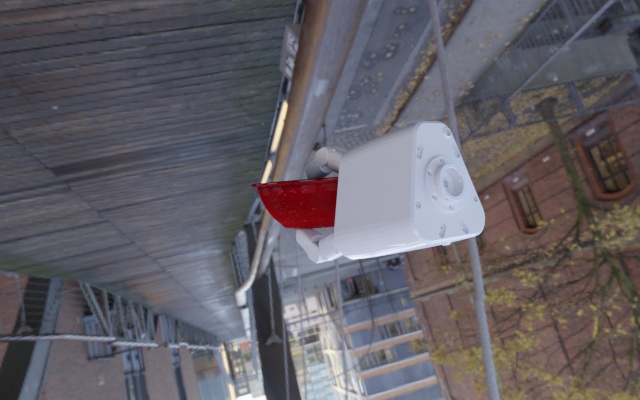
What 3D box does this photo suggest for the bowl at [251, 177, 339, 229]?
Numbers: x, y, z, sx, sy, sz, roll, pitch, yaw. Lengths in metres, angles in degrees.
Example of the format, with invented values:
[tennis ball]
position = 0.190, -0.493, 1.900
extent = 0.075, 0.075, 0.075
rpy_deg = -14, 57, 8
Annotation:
[bowl]
position = 0.000, 0.002, 0.572
extent = 0.162, 0.055, 0.162
rpy_deg = -4, 2, 0
